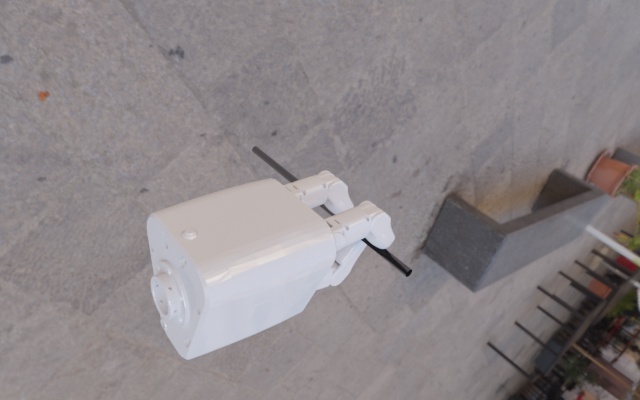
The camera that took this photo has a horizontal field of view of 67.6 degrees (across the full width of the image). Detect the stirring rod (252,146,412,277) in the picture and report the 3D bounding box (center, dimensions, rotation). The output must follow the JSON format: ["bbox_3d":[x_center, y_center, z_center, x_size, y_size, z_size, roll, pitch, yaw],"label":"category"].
[{"bbox_3d":[0.000,0.002,0.479,0.011,0.011,0.239,0,30,-47],"label":"stirring rod"}]
